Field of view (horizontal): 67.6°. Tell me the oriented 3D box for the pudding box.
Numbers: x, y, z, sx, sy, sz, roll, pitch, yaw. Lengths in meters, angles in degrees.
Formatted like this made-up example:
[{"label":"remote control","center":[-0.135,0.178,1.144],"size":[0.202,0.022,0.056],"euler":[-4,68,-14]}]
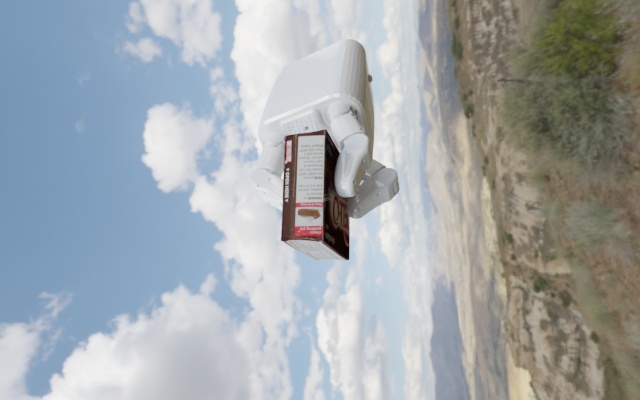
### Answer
[{"label":"pudding box","center":[0.000,0.001,0.413],"size":[0.039,0.090,0.113],"euler":[-3,-14,15]}]
